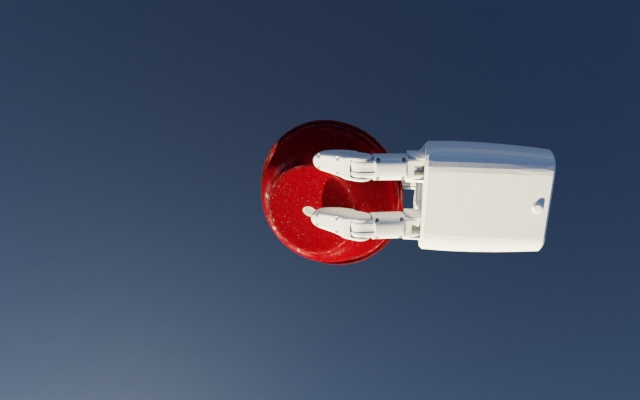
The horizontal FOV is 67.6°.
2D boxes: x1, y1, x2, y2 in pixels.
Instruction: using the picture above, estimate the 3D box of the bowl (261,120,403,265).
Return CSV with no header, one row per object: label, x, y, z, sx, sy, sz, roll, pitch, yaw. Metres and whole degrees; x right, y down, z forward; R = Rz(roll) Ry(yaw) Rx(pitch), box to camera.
bowl,-0.001,0.002,0.491,0.162,0.162,0.055,0,17,21
